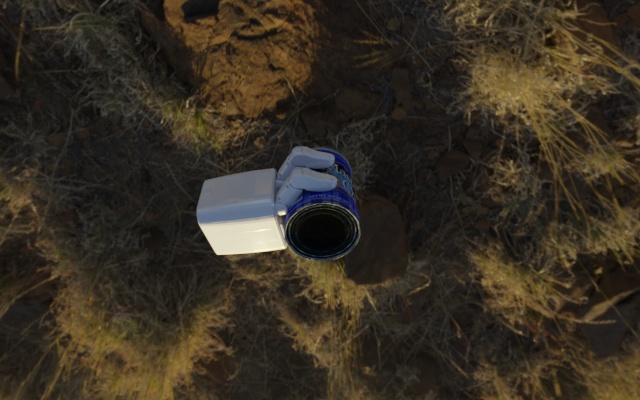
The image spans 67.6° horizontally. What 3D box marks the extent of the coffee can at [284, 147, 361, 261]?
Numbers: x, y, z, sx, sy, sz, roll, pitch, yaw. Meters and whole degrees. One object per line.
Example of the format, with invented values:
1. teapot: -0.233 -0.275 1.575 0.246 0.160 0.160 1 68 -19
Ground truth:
1. coffee can: 0.000 0.002 0.690 0.103 0.103 0.140 0 36 -3
